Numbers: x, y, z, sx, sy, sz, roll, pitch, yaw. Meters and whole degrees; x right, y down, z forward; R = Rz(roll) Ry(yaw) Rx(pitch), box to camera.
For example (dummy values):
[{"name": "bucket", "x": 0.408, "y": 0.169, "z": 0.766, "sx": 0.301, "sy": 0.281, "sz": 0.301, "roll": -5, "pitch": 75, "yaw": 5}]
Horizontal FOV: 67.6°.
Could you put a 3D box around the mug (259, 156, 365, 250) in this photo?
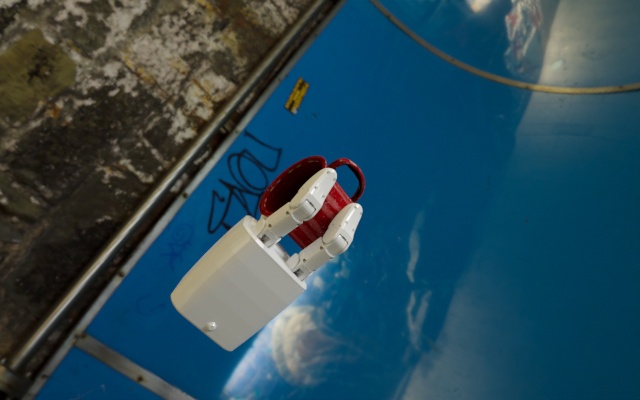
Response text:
[{"name": "mug", "x": 0.001, "y": 0.001, "z": 0.547, "sx": 0.117, "sy": 0.081, "sz": 0.093, "roll": -41, "pitch": 27, "yaw": 0}]
